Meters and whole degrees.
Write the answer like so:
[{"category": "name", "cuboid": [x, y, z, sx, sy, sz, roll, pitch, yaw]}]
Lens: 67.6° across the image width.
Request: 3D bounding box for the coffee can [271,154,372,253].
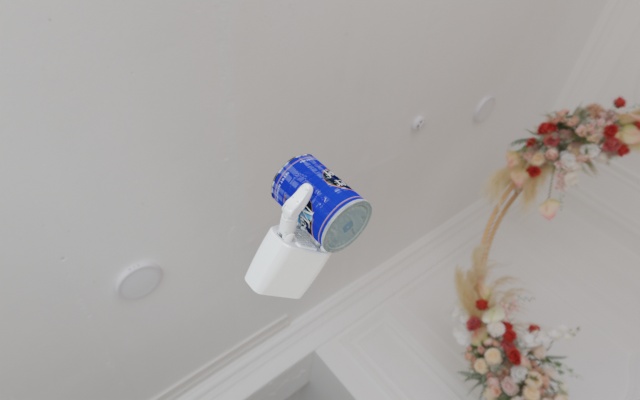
[{"category": "coffee can", "cuboid": [0.000, 0.003, 0.787, 0.140, 0.103, 0.103, 42, 25, 31]}]
